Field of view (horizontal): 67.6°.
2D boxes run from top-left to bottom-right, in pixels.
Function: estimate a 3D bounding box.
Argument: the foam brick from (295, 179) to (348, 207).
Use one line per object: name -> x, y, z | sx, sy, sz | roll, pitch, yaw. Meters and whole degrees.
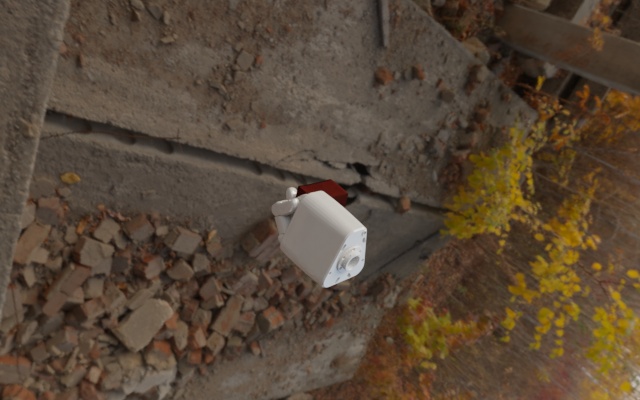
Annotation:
foam brick -> 0.000, 0.003, 0.827 | 0.078, 0.053, 0.051 | -15, 41, -40
